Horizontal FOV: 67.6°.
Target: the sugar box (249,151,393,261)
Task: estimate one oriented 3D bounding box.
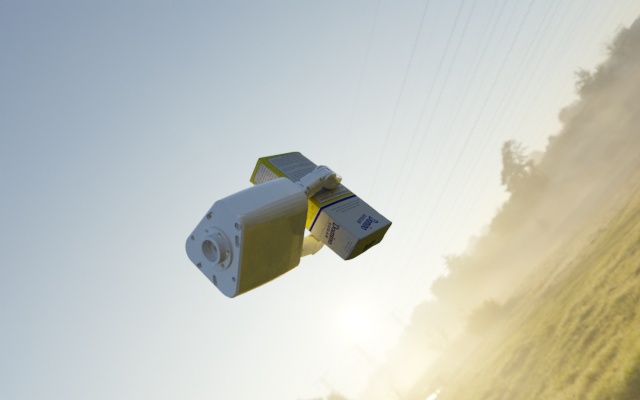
[{"bbox_3d":[0.000,0.002,0.635,0.176,0.048,0.093,41,31,21],"label":"sugar box"}]
